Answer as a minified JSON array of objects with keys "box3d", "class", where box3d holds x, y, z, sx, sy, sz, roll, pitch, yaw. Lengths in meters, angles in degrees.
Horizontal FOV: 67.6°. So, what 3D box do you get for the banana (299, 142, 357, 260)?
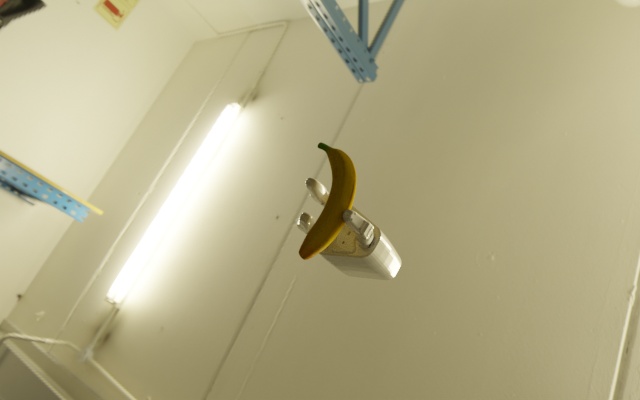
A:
[{"box3d":[0.017,-0.002,0.710,0.069,0.197,0.037,-5,-32,26],"class":"banana"}]
